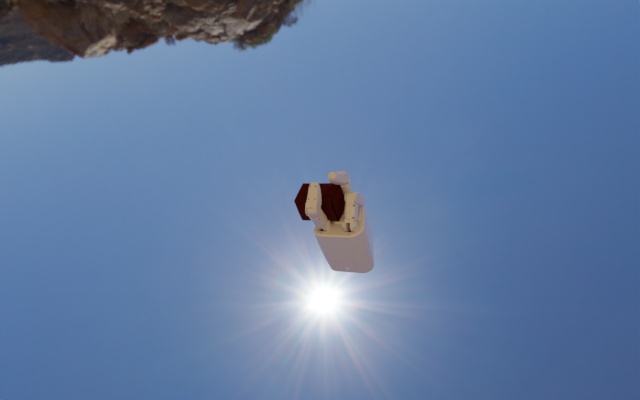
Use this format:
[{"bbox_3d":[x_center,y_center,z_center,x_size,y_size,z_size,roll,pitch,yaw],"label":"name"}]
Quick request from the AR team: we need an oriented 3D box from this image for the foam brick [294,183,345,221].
[{"bbox_3d":[0.000,0.003,0.888,0.078,0.051,0.053,1,42,26],"label":"foam brick"}]
